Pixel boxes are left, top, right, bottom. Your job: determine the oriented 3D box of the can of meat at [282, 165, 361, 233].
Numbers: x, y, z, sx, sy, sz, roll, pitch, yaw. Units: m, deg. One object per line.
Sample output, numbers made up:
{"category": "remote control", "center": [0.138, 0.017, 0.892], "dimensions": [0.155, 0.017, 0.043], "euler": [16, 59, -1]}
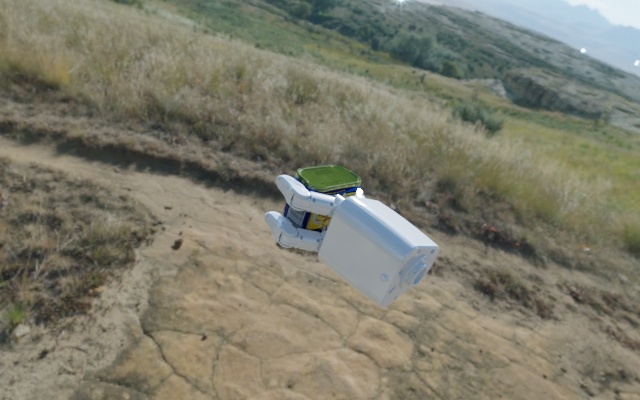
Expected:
{"category": "can of meat", "center": [0.000, 0.002, 0.644], "dimensions": [0.102, 0.084, 0.057], "euler": [-11, 41, -45]}
